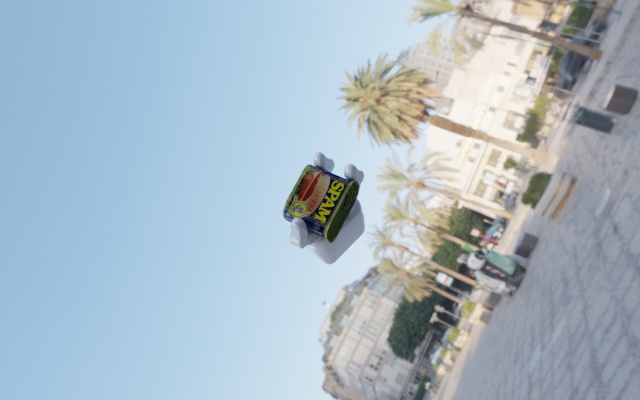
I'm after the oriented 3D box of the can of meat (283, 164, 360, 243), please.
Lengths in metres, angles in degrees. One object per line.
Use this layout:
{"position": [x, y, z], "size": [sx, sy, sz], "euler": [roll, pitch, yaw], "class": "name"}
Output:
{"position": [0.000, 0.002, 0.745], "size": [0.084, 0.102, 0.057], "euler": [24, -13, 21], "class": "can of meat"}
